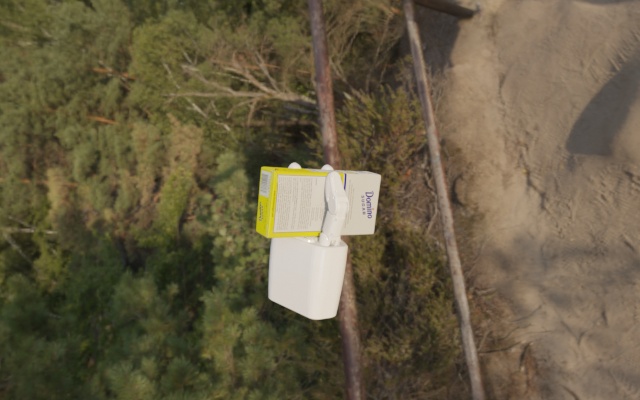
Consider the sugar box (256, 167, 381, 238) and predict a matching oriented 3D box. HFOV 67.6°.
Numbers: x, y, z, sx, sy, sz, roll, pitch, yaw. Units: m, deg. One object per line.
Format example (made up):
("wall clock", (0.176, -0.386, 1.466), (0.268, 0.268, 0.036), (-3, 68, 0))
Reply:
("sugar box", (0.000, 0.002, 0.679), (0.176, 0.093, 0.048), (1, 11, -33))
